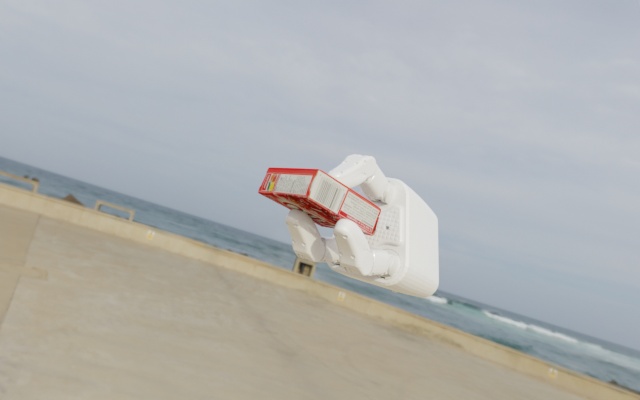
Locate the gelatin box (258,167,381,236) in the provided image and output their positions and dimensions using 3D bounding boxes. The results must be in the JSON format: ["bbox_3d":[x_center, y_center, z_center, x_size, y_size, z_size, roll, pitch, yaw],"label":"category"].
[{"bbox_3d":[0.000,0.001,0.435,0.089,0.030,0.073,31,-15,-39],"label":"gelatin box"}]
